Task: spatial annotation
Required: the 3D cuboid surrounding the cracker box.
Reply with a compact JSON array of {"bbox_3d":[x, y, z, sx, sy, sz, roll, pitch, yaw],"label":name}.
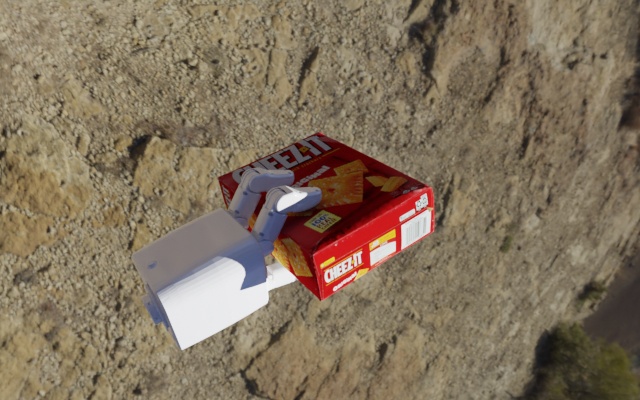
[{"bbox_3d":[0.000,0.002,0.565,0.164,0.072,0.213,-27,38,-25],"label":"cracker box"}]
